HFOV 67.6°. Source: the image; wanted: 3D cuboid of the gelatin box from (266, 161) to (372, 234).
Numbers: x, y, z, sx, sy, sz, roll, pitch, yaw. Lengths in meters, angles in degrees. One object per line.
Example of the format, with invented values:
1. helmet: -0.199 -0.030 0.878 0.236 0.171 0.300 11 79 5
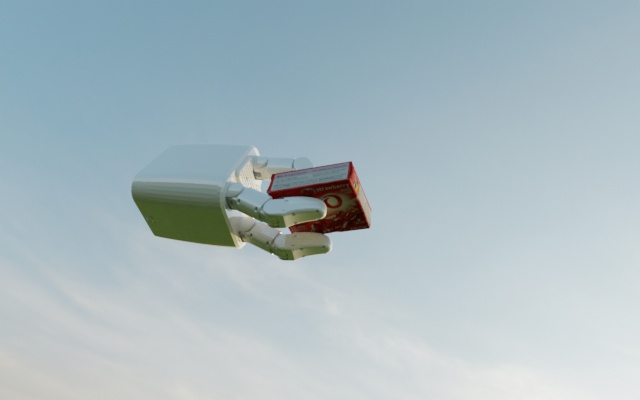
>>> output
1. gelatin box: 0.000 0.001 0.488 0.089 0.030 0.073 -8 -46 19
